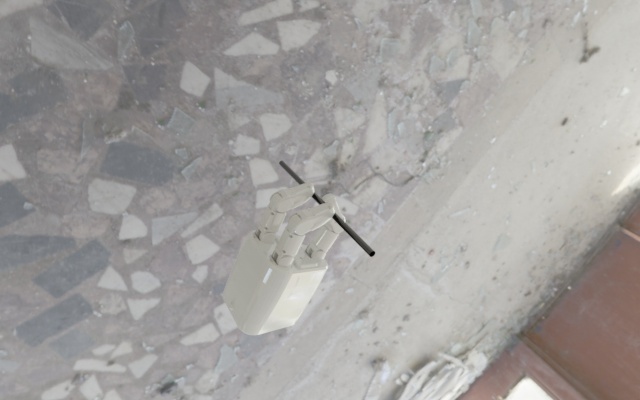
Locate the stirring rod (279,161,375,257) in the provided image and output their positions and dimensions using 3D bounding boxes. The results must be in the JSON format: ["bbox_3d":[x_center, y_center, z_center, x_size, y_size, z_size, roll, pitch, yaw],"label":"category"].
[{"bbox_3d":[0.000,0.002,0.621,0.011,0.011,0.239,0,29,-33],"label":"stirring rod"}]
